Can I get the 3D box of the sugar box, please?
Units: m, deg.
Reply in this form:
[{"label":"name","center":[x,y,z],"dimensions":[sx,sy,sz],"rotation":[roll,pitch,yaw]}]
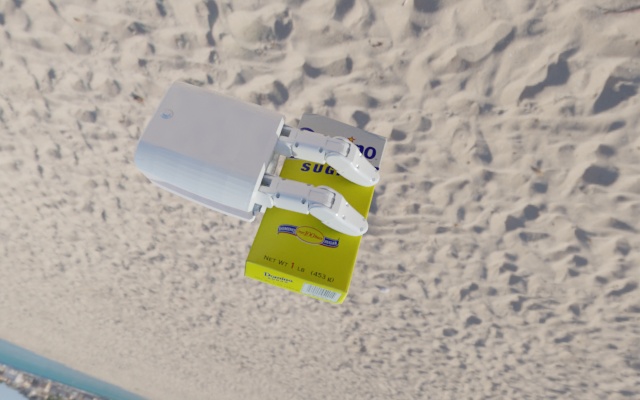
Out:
[{"label":"sugar box","center":[0.000,0.001,0.458],"dimensions":[0.093,0.176,0.048],"rotation":[18,-28,-2]}]
